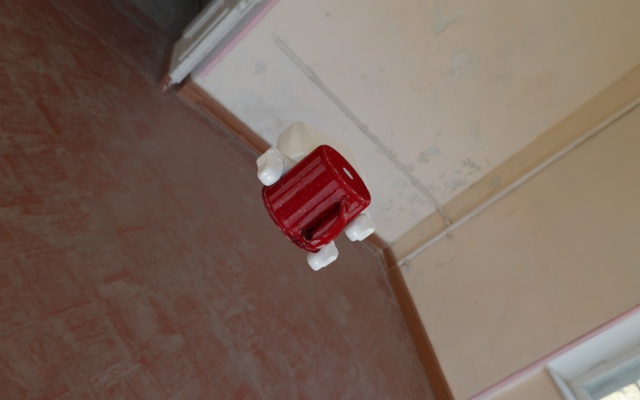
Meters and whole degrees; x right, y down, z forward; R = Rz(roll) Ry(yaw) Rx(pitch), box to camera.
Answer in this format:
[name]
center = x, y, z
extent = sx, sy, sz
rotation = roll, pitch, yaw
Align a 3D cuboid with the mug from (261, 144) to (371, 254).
[mug]
center = 0.000, 0.002, 0.494
extent = 0.093, 0.081, 0.117
rotation = 41, 20, -28
